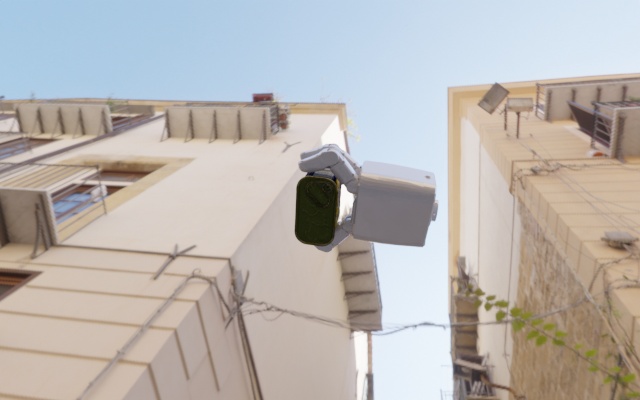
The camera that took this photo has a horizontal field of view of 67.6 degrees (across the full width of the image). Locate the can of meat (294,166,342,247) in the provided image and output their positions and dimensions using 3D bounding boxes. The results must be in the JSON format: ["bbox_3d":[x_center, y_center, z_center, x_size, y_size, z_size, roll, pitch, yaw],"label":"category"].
[{"bbox_3d":[0.000,0.002,0.694,0.057,0.102,0.084,6,21,8],"label":"can of meat"}]
